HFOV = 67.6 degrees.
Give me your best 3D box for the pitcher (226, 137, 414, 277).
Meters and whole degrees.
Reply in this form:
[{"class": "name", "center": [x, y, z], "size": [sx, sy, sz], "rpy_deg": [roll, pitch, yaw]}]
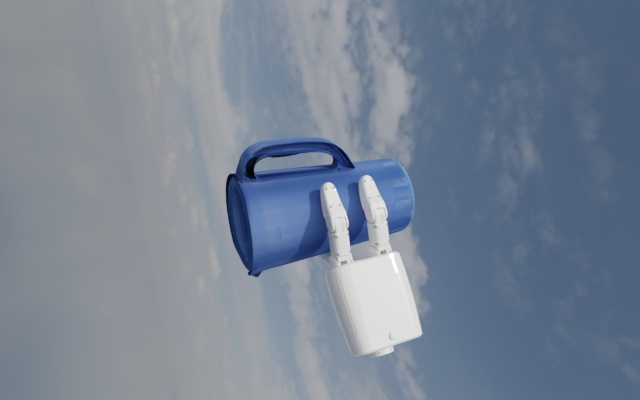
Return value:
[{"class": "pitcher", "center": [0.000, 0.002, 0.644], "size": [0.243, 0.145, 0.149], "rpy_deg": [-11, -17, -21]}]
